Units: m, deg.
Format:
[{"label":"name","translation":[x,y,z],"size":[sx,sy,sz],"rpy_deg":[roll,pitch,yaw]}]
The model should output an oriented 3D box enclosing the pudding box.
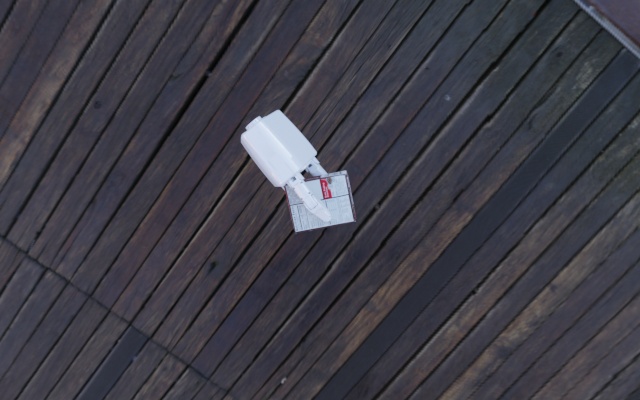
[{"label":"pudding box","translation":[0.000,0.003,0.841],"size":[0.113,0.090,0.039],"rpy_deg":[-10,10,6]}]
